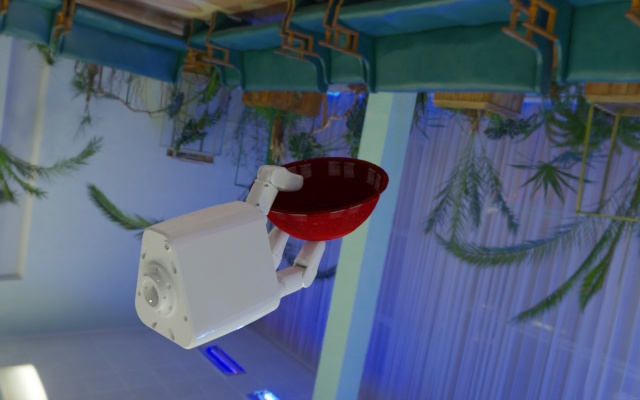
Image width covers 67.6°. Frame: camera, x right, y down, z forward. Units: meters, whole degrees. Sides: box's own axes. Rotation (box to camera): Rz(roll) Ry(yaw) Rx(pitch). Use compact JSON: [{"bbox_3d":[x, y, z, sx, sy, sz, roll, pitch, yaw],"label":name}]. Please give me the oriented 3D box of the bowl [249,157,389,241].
[{"bbox_3d":[0.001,0.002,0.563,0.162,0.055,0.162,-5,26,3],"label":"bowl"}]
